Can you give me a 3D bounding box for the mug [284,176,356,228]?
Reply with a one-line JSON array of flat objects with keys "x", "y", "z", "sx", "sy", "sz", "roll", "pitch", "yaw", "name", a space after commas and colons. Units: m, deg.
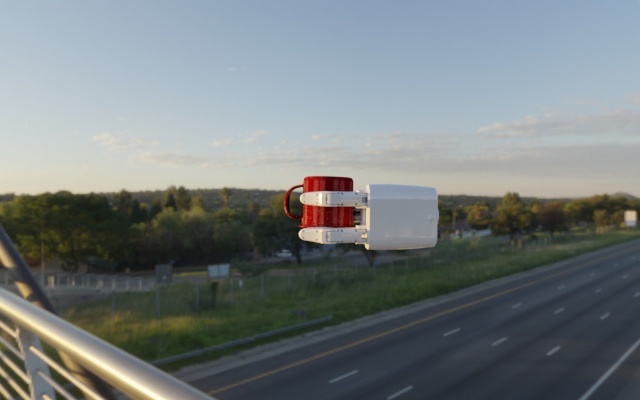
[{"x": -0.001, "y": 0.002, "z": 0.770, "sx": 0.117, "sy": 0.081, "sz": 0.093, "roll": 1, "pitch": 0, "yaw": -2, "name": "mug"}]
